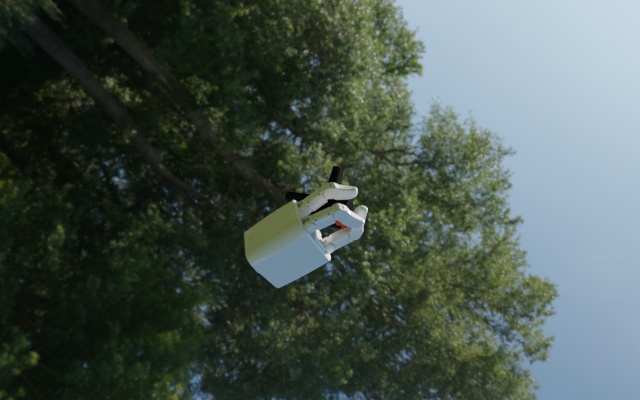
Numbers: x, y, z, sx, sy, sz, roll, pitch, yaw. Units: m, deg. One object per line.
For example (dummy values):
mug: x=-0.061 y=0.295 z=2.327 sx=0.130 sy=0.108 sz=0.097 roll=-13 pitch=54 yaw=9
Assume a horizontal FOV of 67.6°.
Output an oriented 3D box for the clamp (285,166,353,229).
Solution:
clamp: x=0.001 y=0.003 z=0.846 sx=0.120 sy=0.039 sz=0.171 roll=-30 pitch=29 yaw=6
